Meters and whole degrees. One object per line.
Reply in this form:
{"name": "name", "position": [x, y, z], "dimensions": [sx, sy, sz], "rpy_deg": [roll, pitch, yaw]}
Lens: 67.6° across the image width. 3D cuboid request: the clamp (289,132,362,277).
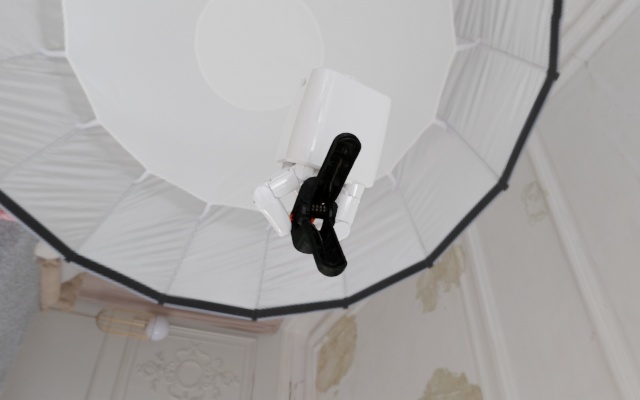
{"name": "clamp", "position": [0.001, 0.002, 0.458], "dimensions": [0.039, 0.120, 0.171], "rpy_deg": [16, -3, -16]}
